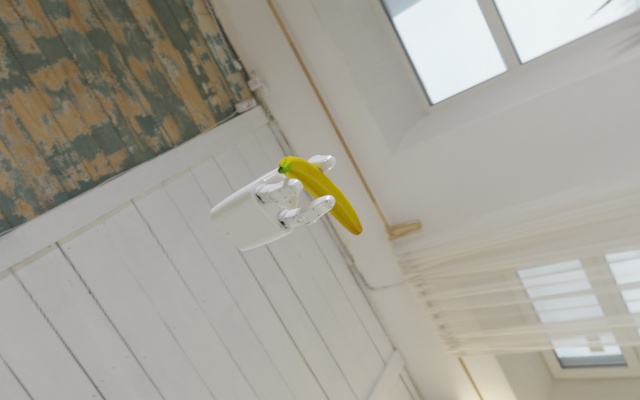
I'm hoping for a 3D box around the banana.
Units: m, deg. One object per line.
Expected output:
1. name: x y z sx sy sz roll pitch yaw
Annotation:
1. banana: -0.003 -0.013 0.730 0.037 0.069 0.198 -29 -47 28
